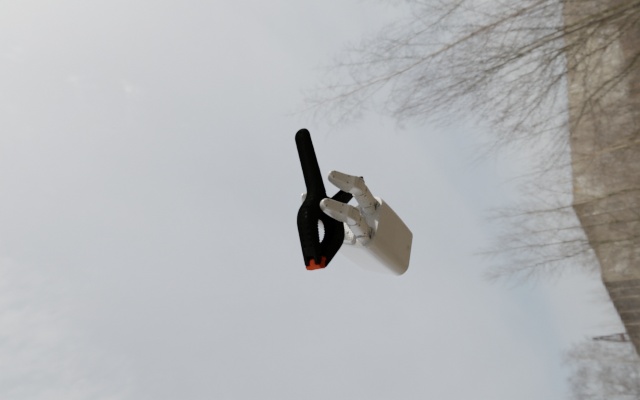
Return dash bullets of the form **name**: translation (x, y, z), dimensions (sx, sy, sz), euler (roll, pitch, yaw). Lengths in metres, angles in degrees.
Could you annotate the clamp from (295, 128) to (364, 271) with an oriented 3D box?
- **clamp**: translation (0.000, 0.003, 0.729), dimensions (0.036, 0.209, 0.165), euler (-17, -45, 38)
